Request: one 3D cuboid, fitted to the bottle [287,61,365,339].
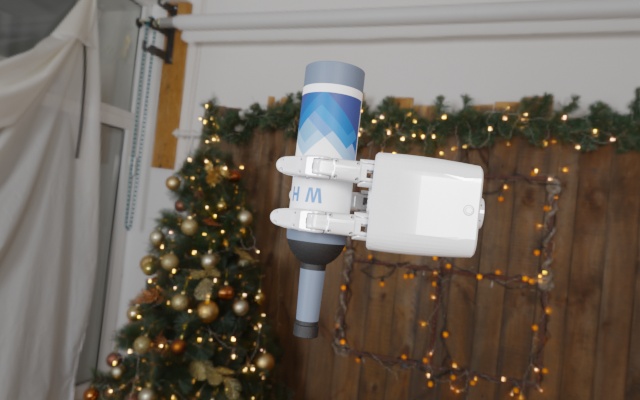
[{"bbox_3d":[0.000,0.001,0.526,0.069,0.295,0.069,6,-2,0],"label":"bottle"}]
